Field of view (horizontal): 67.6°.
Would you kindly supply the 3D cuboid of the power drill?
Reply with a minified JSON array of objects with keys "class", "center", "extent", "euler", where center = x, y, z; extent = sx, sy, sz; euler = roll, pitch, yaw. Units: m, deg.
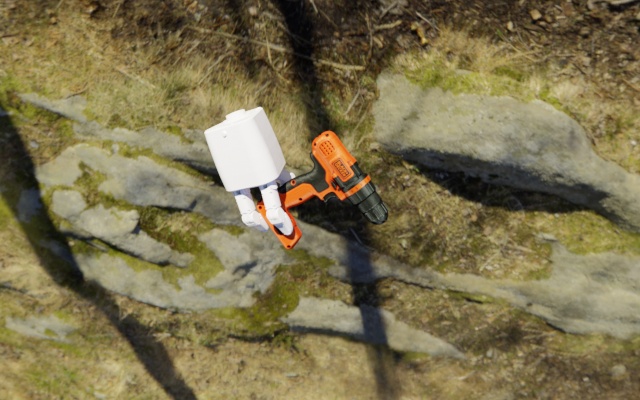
[{"class":"power drill","center":[0.000,0.003,0.824],"extent":[0.187,0.184,0.057],"euler":[-36,3,10]}]
